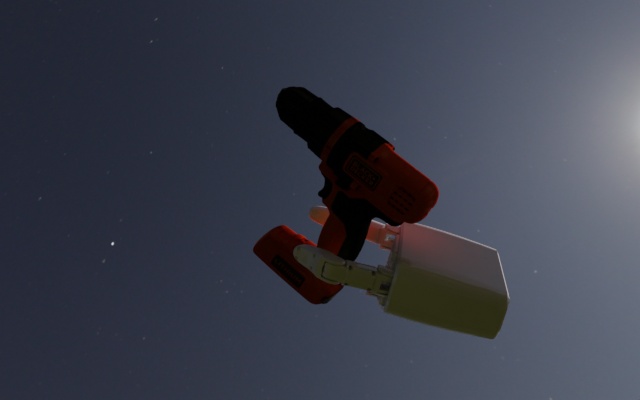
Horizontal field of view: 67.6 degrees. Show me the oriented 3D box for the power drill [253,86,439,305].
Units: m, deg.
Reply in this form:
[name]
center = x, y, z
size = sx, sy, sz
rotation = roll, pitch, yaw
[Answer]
[power drill]
center = 0.000, 0.002, 0.488
size = 0.184, 0.188, 0.057
rotation = 40, 34, 14
